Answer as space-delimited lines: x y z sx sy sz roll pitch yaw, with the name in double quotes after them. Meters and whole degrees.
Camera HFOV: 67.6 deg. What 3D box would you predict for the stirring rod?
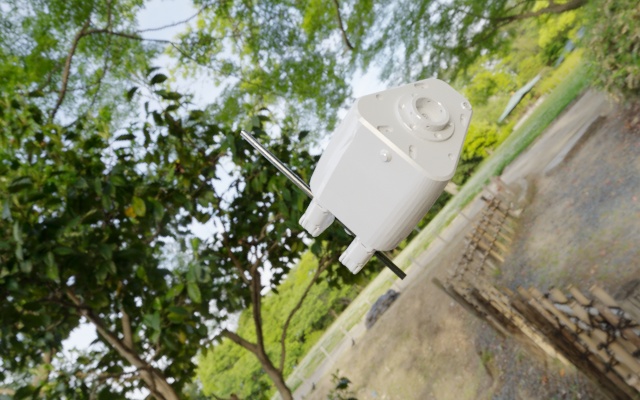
0.000 0.002 0.521 0.239 0.011 0.011 42 9 10 "stirring rod"
